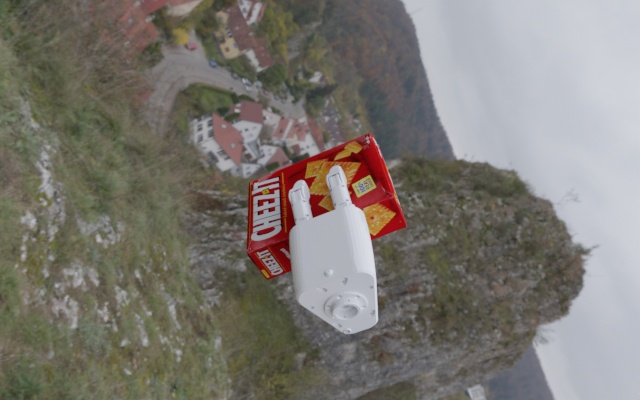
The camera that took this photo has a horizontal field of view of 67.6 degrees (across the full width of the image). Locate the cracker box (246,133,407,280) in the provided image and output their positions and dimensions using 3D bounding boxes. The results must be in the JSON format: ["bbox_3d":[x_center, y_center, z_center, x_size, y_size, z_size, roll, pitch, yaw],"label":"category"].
[{"bbox_3d":[0.000,0.002,0.698,0.214,0.072,0.164,-21,38,10],"label":"cracker box"}]
